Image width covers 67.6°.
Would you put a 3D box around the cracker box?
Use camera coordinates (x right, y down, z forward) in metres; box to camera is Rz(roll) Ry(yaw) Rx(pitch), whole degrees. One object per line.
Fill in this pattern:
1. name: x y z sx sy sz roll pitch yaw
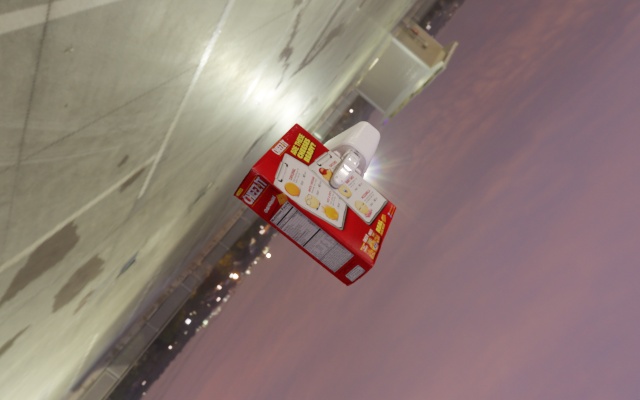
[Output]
1. cracker box: 0.000 0.002 0.718 0.072 0.214 0.164 -48 5 36
